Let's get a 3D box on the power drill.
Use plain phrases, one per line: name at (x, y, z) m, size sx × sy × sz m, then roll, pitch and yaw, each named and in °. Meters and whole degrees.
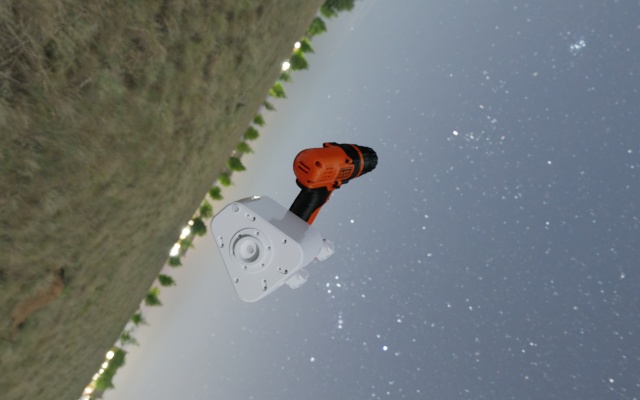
power drill at (0.000, 0.003, 0.689) m, size 0.057 × 0.188 × 0.184 m, roll 36°, pitch 25°, yaw 25°
